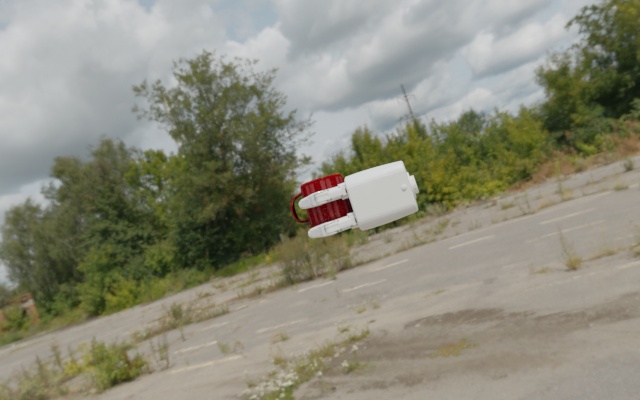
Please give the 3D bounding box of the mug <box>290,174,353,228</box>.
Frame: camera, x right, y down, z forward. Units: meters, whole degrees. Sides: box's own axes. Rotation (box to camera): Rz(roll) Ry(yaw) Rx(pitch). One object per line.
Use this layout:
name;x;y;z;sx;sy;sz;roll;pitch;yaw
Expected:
mug;-0.001;0.003;0.887;0.117;0.081;0.093;-17;-2;12
